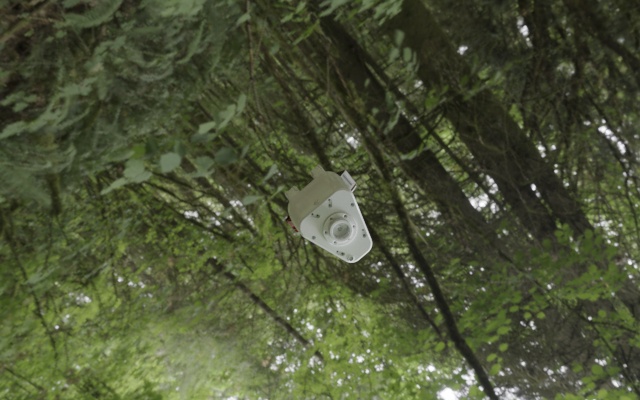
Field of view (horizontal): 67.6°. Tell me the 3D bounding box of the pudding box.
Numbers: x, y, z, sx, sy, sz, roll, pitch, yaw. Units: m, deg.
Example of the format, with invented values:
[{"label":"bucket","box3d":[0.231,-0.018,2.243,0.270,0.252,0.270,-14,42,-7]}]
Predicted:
[{"label":"pudding box","box3d":[0.000,0.003,0.829,0.113,0.039,0.090,-48,17,-25]}]
